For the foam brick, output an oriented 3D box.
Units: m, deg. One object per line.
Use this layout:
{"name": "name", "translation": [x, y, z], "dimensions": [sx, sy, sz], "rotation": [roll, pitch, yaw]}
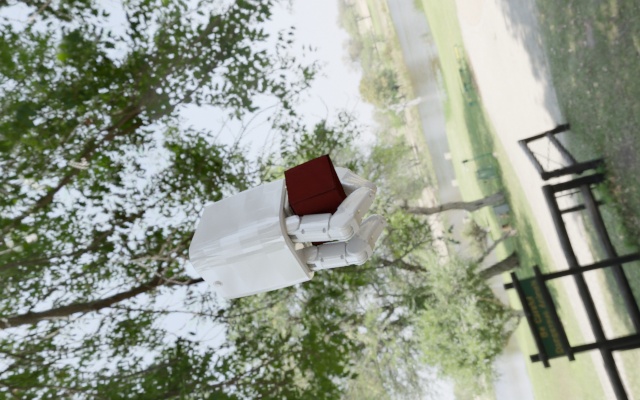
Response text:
{"name": "foam brick", "translation": [0.000, 0.001, 0.504], "dimensions": [0.051, 0.053, 0.078], "rotation": [-18, -44, 8]}
